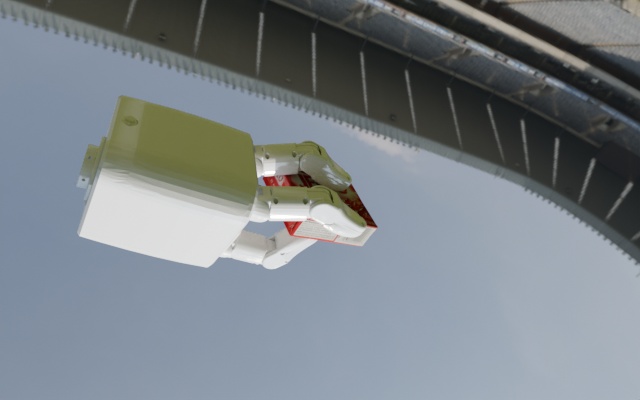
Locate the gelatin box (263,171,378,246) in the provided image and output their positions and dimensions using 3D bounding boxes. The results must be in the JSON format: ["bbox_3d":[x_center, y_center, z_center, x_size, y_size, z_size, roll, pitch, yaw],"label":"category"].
[{"bbox_3d":[0.000,0.002,0.434,0.089,0.030,0.073,12,37,-39],"label":"gelatin box"}]
